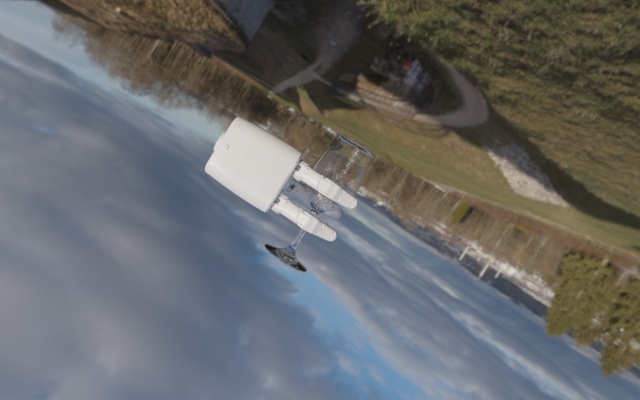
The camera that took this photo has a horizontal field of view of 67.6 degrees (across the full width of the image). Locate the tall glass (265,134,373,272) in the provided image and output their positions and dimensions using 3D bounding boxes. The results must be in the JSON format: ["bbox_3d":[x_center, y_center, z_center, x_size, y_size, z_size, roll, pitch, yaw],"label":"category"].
[{"bbox_3d":[0.000,0.003,0.712,0.079,0.201,0.079,32,2,-1],"label":"tall glass"}]
